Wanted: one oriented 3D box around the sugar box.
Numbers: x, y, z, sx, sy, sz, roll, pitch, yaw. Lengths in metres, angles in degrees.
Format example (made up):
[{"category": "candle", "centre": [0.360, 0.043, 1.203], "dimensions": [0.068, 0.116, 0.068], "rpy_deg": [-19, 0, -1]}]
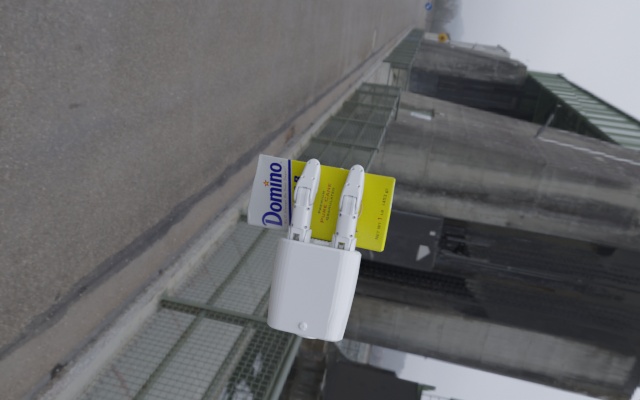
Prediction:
[{"category": "sugar box", "centre": [0.000, 0.002, 0.604], "dimensions": [0.176, 0.093, 0.048], "rpy_deg": [10, -2, 9]}]
